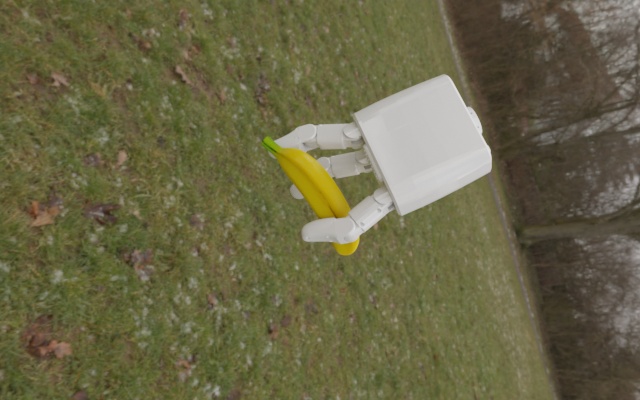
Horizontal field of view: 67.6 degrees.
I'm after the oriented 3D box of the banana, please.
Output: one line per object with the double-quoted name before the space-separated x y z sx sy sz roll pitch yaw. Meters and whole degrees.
"banana" 0.007 0.007 0.533 0.037 0.198 0.069 -38 37 -8
